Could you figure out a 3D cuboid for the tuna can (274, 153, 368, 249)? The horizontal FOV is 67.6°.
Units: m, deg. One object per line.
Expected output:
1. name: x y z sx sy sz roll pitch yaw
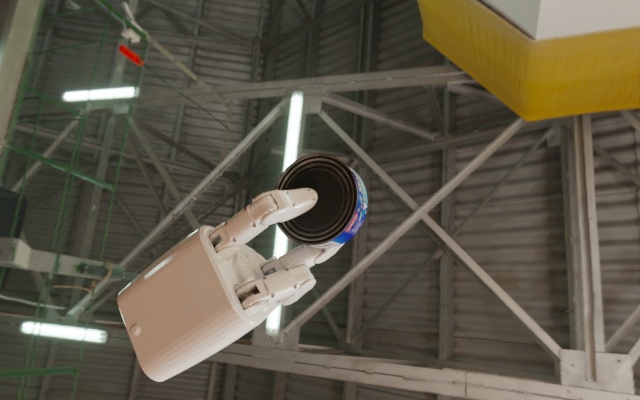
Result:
1. tuna can: 0.000 0.002 0.445 0.086 0.086 0.034 0 -12 25
